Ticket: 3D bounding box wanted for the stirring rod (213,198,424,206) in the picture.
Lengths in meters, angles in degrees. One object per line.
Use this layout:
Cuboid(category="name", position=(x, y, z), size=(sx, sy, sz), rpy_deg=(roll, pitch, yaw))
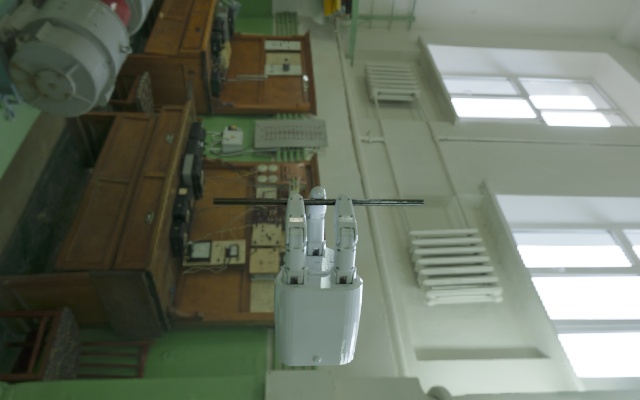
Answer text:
Cuboid(category="stirring rod", position=(0.000, 0.002, 0.546), size=(0.239, 0.011, 0.011), rpy_deg=(0, 0, -6))
